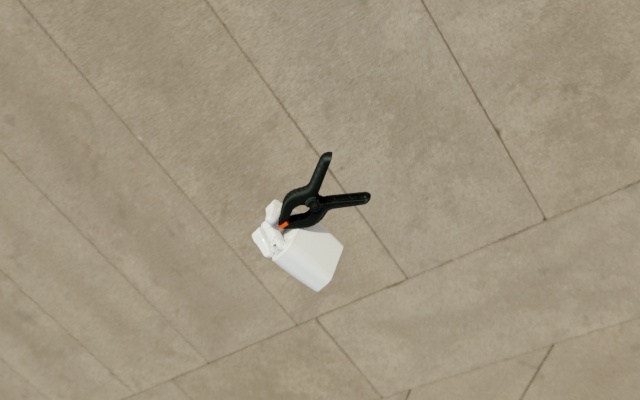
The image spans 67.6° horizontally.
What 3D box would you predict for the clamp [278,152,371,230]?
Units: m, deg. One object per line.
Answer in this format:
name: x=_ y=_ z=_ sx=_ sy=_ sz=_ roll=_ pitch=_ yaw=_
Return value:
clamp: x=0.000 y=0.003 z=0.837 sx=0.171 sy=0.120 sz=0.039 roll=-42 pitch=19 yaw=27
